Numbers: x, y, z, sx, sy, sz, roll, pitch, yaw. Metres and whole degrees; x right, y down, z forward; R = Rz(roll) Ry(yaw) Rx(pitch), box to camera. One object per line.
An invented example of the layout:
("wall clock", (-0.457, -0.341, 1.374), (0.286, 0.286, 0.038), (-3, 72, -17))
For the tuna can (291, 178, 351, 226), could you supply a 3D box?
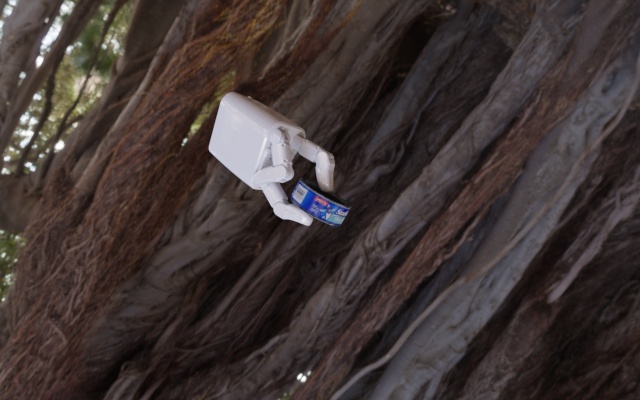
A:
("tuna can", (0.000, 0.003, 0.698), (0.086, 0.034, 0.086), (29, 9, -5))
